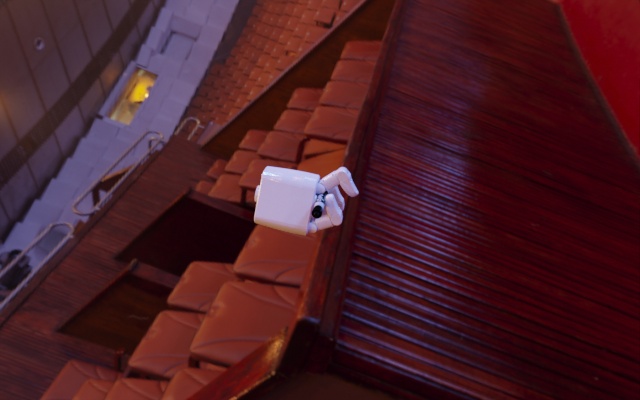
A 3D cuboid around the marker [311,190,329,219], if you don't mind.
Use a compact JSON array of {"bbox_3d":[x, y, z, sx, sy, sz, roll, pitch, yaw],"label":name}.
[{"bbox_3d":[0.000,0.003,0.879,0.020,0.020,0.121,0,22,8],"label":"marker"}]
